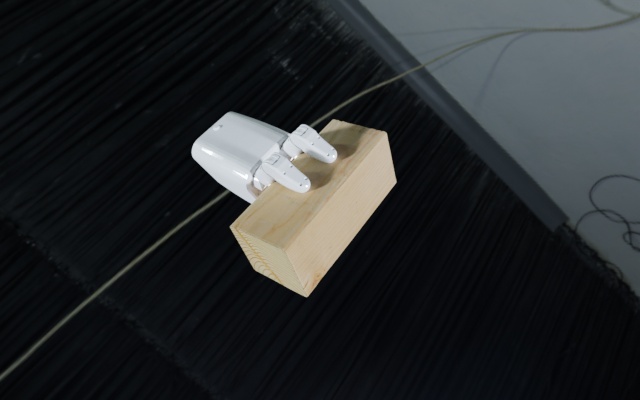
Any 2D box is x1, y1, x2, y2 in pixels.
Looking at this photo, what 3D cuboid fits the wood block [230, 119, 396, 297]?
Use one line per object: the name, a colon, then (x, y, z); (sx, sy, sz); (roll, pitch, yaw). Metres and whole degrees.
wood block: (0.000, 0.002, 0.596); (0.090, 0.091, 0.206); (20, 56, 34)
